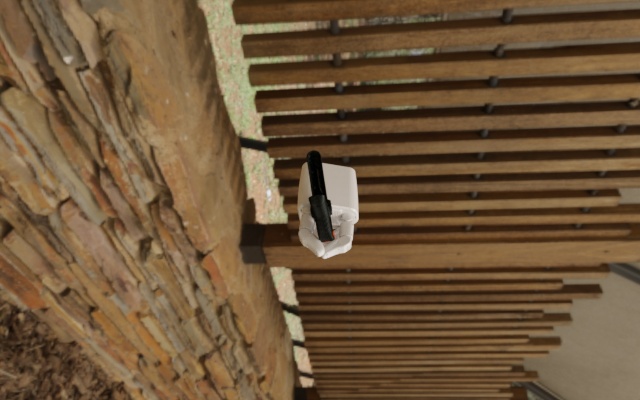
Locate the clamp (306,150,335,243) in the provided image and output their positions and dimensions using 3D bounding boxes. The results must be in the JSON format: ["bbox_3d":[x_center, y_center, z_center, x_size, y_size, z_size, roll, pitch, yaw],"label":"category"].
[{"bbox_3d":[0.001,0.003,0.808,0.039,0.120,0.172,-2,-37,5],"label":"clamp"}]
